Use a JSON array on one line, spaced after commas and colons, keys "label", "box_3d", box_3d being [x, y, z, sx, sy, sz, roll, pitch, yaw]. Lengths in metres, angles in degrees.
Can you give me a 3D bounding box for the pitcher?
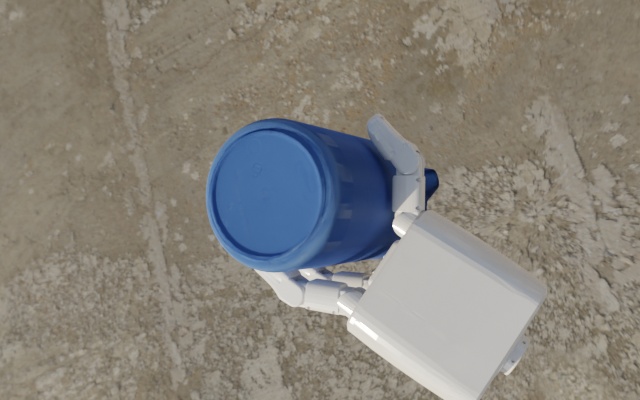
[{"label": "pitcher", "box_3d": [0.000, 0.001, 0.437, 0.145, 0.149, 0.243, 33, 12, 21]}]
